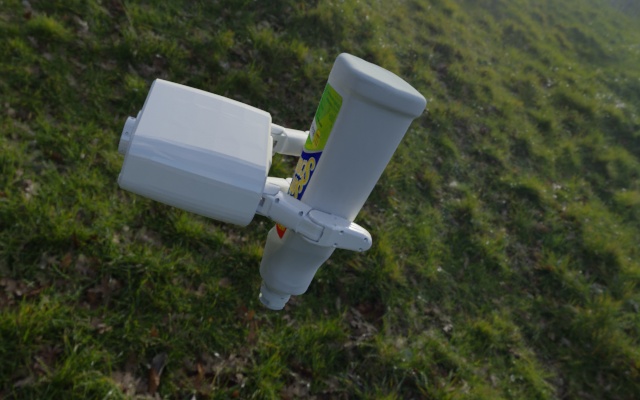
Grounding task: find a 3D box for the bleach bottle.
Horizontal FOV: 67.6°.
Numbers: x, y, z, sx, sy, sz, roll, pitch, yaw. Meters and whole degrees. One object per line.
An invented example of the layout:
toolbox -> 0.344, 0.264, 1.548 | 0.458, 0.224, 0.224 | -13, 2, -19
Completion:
bleach bottle -> 0.000, 0.001, 0.435 | 0.068, 0.251, 0.102 | 17, 24, -18
